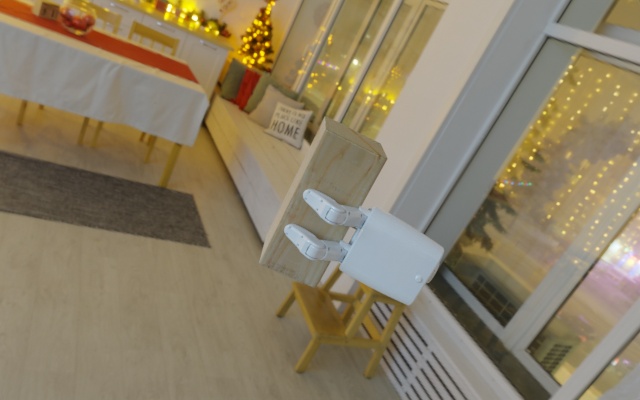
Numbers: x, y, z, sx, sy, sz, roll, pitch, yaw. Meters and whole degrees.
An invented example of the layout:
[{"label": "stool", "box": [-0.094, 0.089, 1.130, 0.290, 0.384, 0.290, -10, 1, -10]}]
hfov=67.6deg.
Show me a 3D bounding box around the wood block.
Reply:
[{"label": "wood block", "box": [0.001, 0.002, 0.661, 0.090, 0.206, 0.090, 25, 18, -8]}]
